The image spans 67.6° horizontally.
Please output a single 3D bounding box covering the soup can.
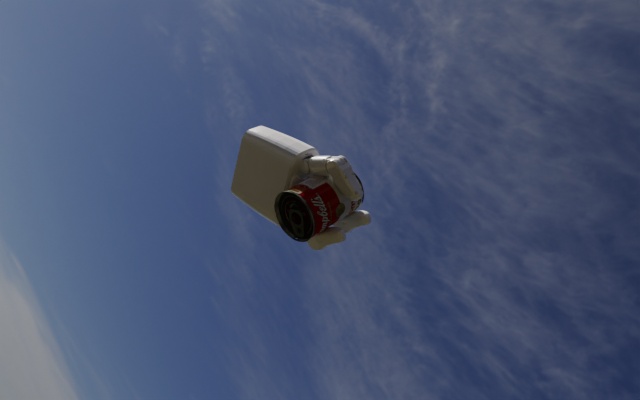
[{"bbox_3d":[0.001,0.002,0.618,0.068,0.068,0.102,0,21,45],"label":"soup can"}]
